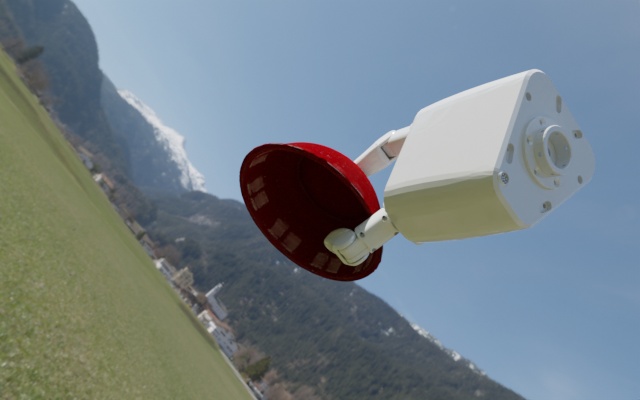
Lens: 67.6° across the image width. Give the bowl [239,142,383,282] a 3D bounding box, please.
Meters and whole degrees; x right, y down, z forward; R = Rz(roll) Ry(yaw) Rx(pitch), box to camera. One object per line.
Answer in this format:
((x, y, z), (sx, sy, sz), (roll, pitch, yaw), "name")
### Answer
((-0.001, 0.001, 0.466), (0.162, 0.162, 0.055), (0, 36, 41), "bowl")
